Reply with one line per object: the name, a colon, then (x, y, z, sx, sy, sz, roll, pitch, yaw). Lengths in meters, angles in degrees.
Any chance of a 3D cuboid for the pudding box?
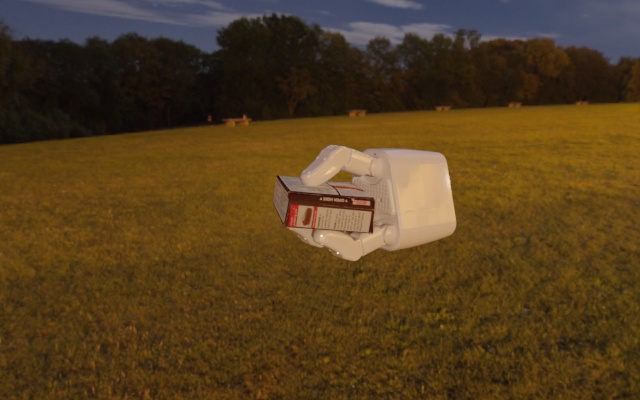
pudding box: (0.000, 0.001, 0.503, 0.090, 0.039, 0.113, 4, 9, -11)
